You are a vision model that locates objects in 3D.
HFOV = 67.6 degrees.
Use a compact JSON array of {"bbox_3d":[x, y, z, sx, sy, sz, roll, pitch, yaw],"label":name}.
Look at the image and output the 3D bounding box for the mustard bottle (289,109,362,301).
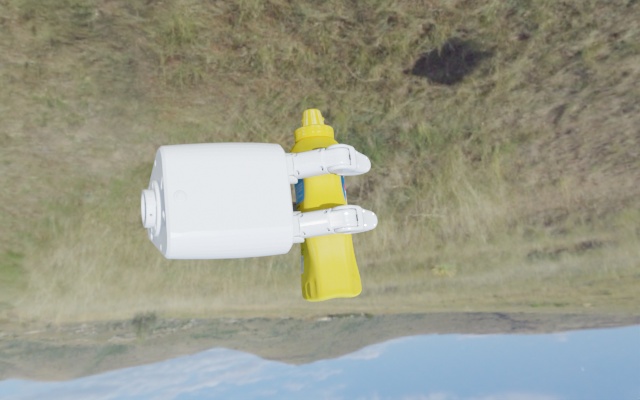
[{"bbox_3d":[0.000,0.002,0.481,0.058,0.191,0.096,-6,-9,-3],"label":"mustard bottle"}]
